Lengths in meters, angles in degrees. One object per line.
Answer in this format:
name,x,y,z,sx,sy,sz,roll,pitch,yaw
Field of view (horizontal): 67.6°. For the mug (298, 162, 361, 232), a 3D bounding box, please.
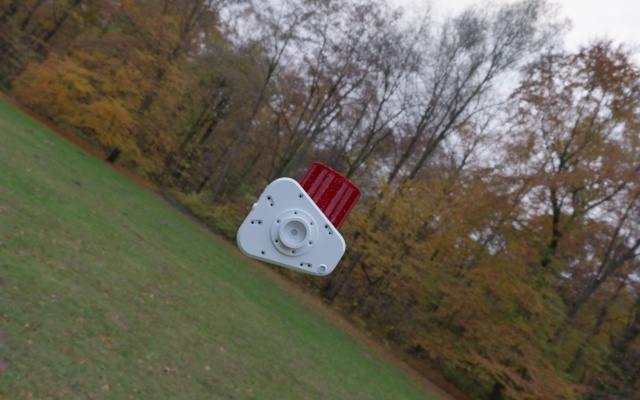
mug,0.000,0.002,0.665,0.093,0.081,0.117,34,-6,-5
